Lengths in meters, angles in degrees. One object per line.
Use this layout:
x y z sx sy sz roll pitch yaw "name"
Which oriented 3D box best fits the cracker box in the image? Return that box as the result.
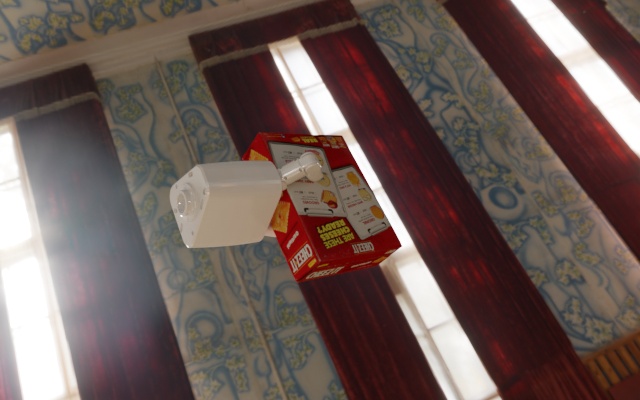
0.000 0.002 0.704 0.164 0.213 0.072 -4 -31 -40 "cracker box"
